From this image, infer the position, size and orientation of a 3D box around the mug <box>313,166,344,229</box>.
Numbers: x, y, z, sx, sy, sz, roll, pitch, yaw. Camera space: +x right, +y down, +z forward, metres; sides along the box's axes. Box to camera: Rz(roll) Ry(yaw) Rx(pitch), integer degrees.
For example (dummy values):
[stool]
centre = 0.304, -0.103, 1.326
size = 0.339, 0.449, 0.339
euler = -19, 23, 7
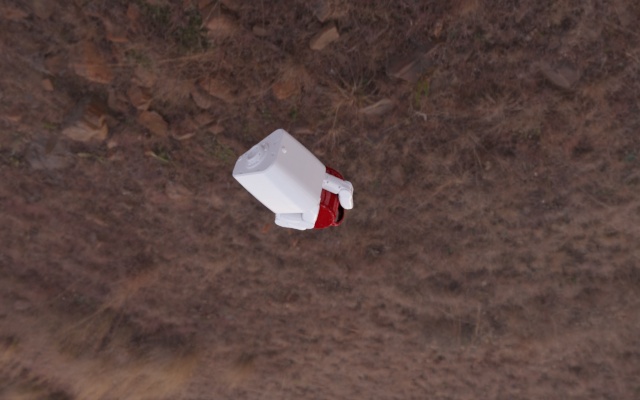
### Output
[mug]
centre = 0.001, 0.004, 0.857
size = 0.093, 0.081, 0.117
euler = -21, -48, 37
